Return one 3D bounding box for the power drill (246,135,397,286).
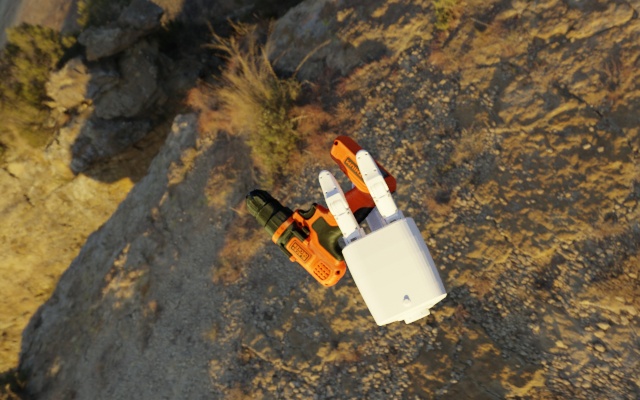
[{"bbox_3d":[0.001,0.002,0.674,0.184,0.188,0.057,42,24,8],"label":"power drill"}]
